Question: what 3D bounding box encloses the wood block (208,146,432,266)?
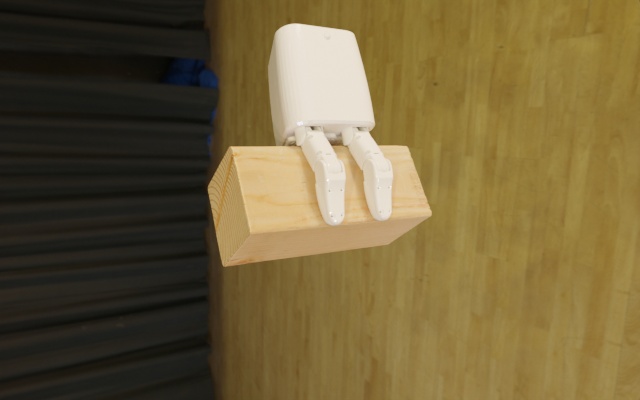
[{"bbox_3d":[0.000,0.001,0.502,0.206,0.090,0.091,-4,-23,-30],"label":"wood block"}]
